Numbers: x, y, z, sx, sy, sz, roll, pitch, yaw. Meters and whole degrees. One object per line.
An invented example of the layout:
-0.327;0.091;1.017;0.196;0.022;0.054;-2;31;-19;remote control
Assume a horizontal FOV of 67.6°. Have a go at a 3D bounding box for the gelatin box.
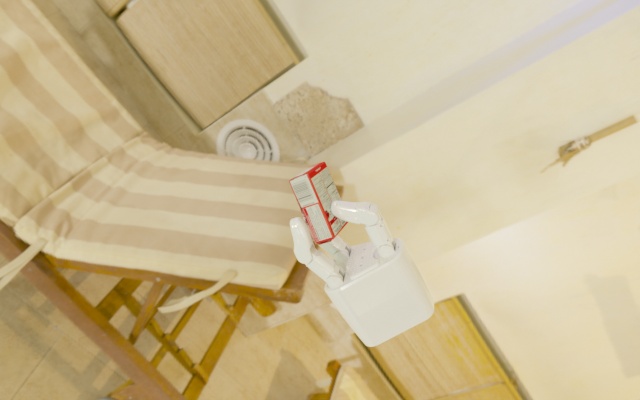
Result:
0.000;0.002;0.605;0.030;0.089;0.073;-19;10;23;gelatin box
